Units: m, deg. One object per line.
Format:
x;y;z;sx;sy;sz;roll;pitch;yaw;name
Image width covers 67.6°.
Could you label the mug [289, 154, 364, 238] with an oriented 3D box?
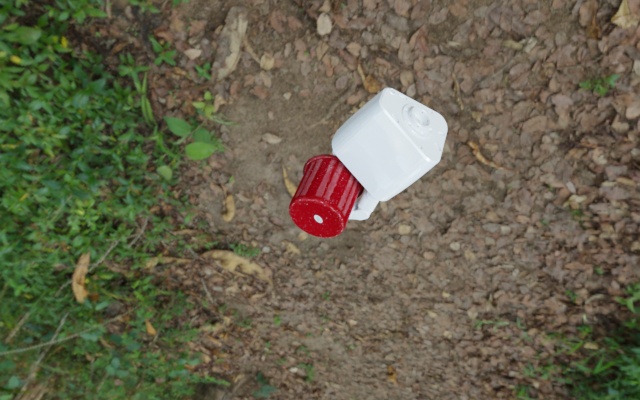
-0.001;0.003;0.672;0.093;0.081;0.117;35;-41;-14;mug
